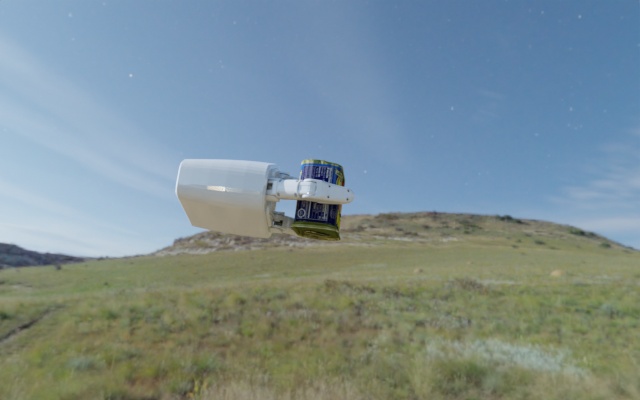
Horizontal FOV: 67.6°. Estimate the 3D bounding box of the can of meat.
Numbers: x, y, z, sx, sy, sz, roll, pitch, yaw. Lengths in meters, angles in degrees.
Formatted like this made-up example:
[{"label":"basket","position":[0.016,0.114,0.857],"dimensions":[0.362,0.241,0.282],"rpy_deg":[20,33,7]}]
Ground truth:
[{"label":"can of meat","position":[0.000,0.002,0.605],"dimensions":[0.057,0.084,0.102],"rpy_deg":[5,-12,6]}]
